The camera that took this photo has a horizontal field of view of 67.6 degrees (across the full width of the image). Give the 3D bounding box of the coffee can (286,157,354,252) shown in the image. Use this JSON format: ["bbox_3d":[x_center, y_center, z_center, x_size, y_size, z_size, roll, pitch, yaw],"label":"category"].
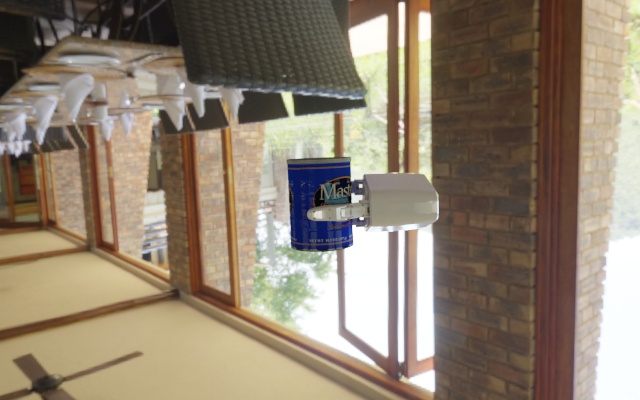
[{"bbox_3d":[0.000,0.002,0.759,0.103,0.140,0.103,-2,6,0],"label":"coffee can"}]
